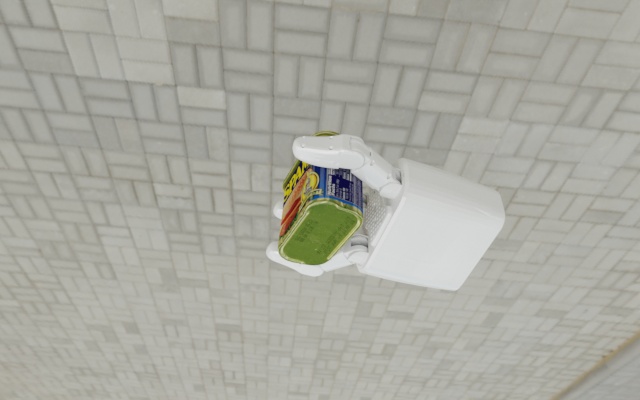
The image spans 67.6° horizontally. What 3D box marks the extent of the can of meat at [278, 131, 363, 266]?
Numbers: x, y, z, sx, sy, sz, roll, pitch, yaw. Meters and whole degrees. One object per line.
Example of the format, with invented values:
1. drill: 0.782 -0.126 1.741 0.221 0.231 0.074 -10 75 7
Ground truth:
1. can of meat: 0.000 0.002 0.444 0.057 0.083 0.102 18 -42 -17
